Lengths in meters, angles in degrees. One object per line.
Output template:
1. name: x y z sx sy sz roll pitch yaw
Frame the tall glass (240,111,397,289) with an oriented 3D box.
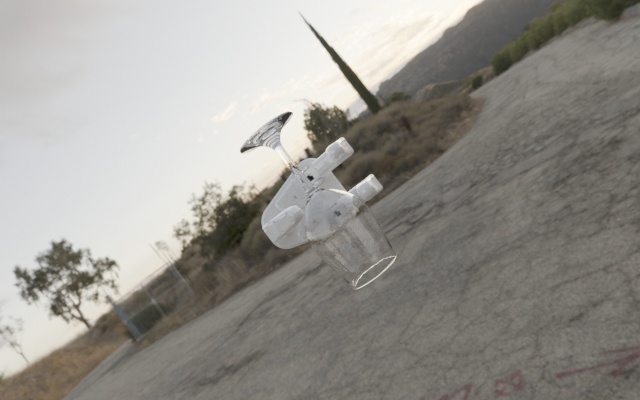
1. tall glass: 0.000 0.001 0.535 0.079 0.201 0.079 -38 -1 -1
